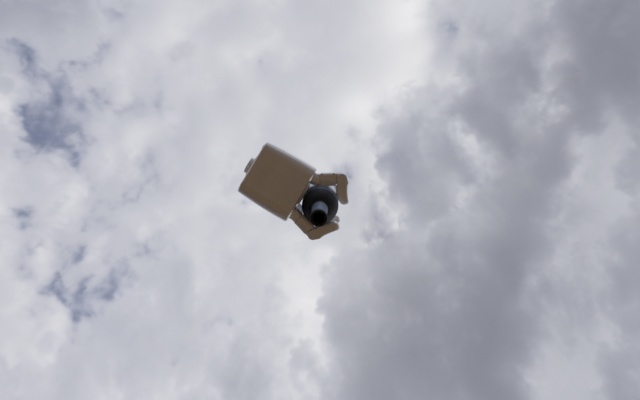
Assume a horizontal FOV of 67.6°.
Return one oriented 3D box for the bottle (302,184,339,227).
[{"bbox_3d":[0.000,0.003,0.891,0.069,0.069,0.295,0,10,1],"label":"bottle"}]
